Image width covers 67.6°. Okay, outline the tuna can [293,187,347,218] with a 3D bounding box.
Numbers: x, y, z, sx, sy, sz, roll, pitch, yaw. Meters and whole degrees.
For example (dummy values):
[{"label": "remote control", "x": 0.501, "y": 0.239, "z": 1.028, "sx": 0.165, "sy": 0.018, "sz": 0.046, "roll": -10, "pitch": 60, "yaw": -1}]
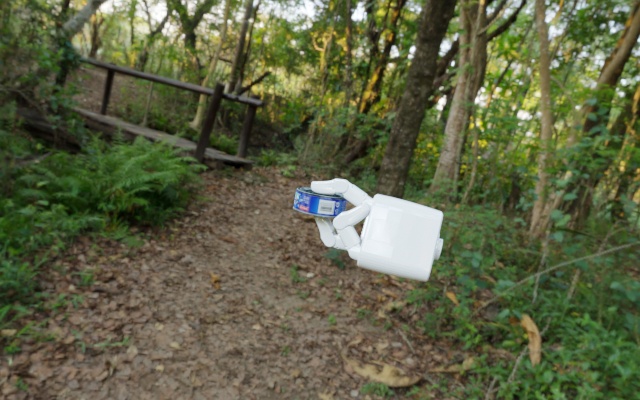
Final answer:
[{"label": "tuna can", "x": 0.000, "y": 0.002, "z": 0.775, "sx": 0.086, "sy": 0.034, "sz": 0.086, "roll": 9, "pitch": 9, "yaw": -1}]
